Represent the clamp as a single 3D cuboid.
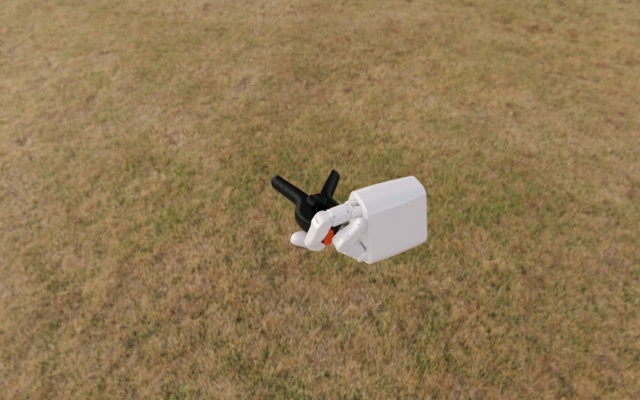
[{"bbox_3d":[0.000,0.002,0.785,0.120,0.039,0.171,-17,46,-16],"label":"clamp"}]
